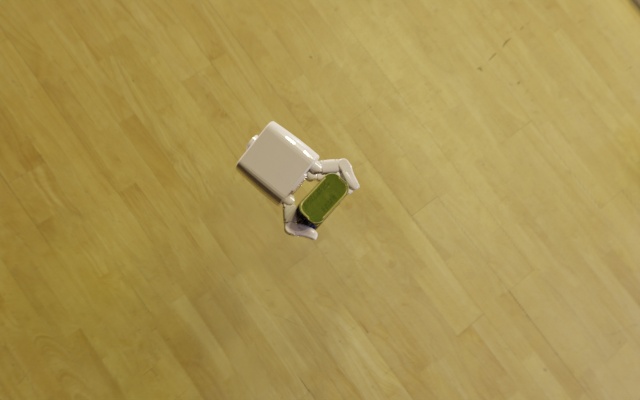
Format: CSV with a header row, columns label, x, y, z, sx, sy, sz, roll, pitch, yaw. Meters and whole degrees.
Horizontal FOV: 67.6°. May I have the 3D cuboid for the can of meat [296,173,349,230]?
label,x,y,z,sx,sy,sz,roll,pitch,yaw
can of meat,0.000,0.003,0.859,0.057,0.102,0.084,42,-14,1
